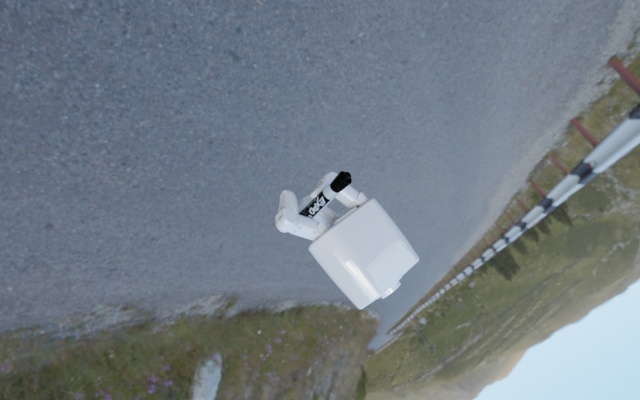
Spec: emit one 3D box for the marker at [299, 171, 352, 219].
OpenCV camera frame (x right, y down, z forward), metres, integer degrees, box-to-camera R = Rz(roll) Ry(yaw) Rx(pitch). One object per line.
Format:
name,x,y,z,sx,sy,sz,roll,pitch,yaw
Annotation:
marker,0.000,0.002,0.602,0.020,0.020,0.121,0,-33,-41
